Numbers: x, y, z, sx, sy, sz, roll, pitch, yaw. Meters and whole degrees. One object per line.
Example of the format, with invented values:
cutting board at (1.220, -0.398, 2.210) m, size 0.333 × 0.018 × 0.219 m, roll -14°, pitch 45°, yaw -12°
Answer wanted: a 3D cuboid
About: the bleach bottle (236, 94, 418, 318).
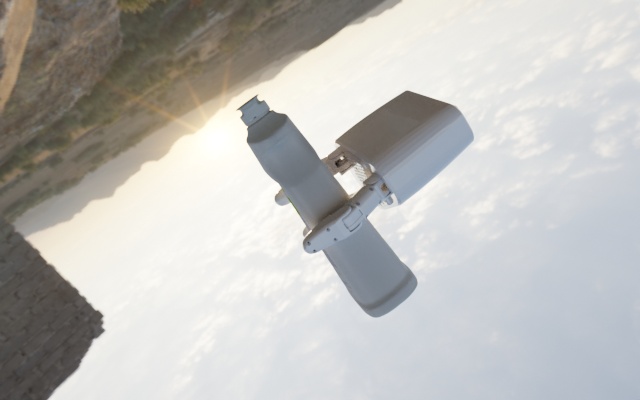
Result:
bleach bottle at (0.000, 0.002, 0.499) m, size 0.068 × 0.251 × 0.102 m, roll -38°, pitch 17°, yaw -6°
